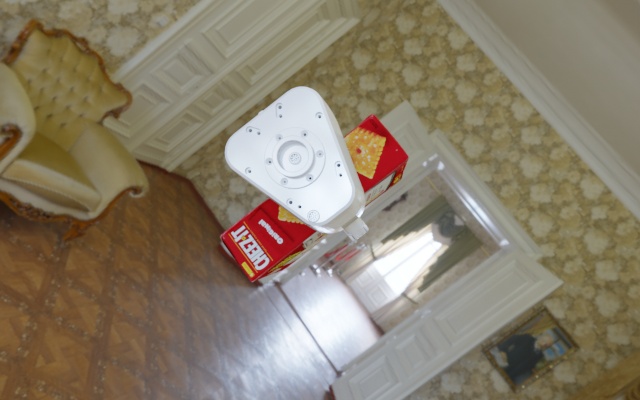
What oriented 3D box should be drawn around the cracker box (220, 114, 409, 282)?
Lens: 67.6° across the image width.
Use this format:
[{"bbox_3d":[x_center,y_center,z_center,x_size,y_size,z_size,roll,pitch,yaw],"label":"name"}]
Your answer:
[{"bbox_3d":[0.000,0.002,0.581,0.214,0.072,0.164,-38,-8,3],"label":"cracker box"}]
